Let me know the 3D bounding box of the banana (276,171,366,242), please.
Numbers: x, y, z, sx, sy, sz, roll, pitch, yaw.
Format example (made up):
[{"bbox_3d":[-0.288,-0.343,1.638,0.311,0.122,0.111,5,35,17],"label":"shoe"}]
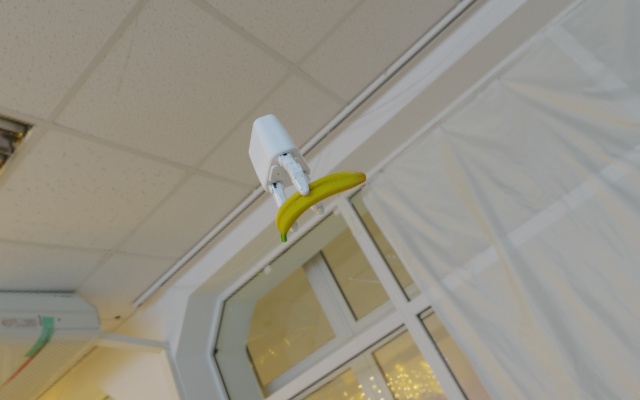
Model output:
[{"bbox_3d":[-0.011,-0.003,0.856,0.198,0.037,0.070,-36,-37,8],"label":"banana"}]
